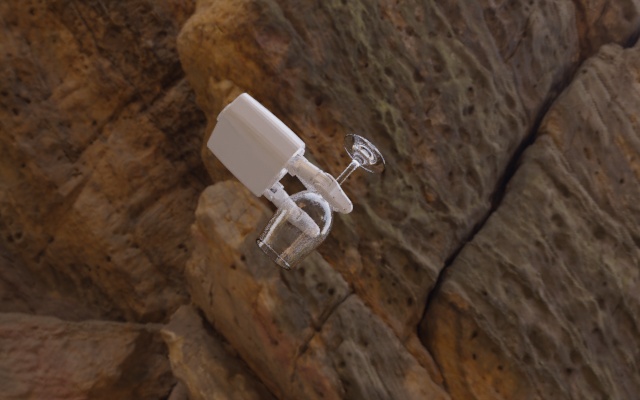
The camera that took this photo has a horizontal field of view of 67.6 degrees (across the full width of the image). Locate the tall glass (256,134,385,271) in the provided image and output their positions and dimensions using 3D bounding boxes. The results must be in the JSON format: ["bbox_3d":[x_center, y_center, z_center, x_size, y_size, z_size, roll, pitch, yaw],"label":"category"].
[{"bbox_3d":[0.001,0.002,0.659,0.079,0.201,0.079,37,-19,15],"label":"tall glass"}]
